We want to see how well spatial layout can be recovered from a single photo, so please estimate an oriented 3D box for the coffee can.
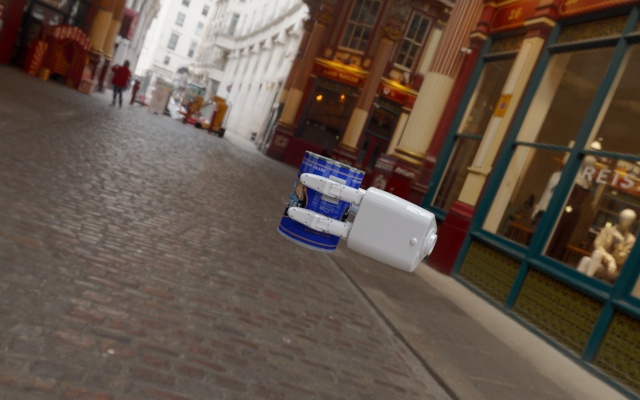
[{"bbox_3d":[0.000,0.003,0.778,0.103,0.140,0.103,20,7,-2],"label":"coffee can"}]
